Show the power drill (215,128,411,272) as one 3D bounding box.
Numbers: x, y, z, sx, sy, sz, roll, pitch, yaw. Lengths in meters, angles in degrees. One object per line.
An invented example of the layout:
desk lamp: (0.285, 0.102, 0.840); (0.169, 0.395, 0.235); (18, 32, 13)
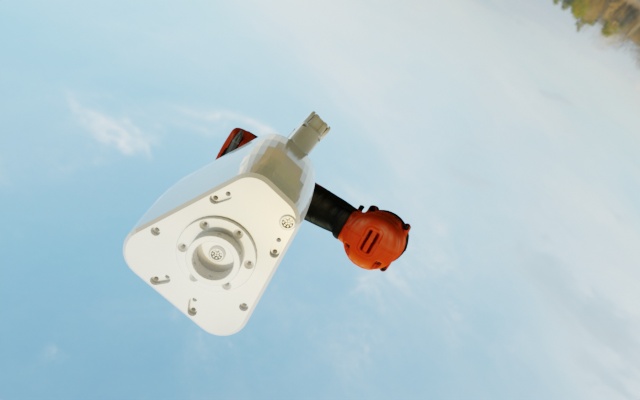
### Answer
power drill: (0.000, 0.001, 0.466); (0.187, 0.057, 0.184); (28, 2, 11)
